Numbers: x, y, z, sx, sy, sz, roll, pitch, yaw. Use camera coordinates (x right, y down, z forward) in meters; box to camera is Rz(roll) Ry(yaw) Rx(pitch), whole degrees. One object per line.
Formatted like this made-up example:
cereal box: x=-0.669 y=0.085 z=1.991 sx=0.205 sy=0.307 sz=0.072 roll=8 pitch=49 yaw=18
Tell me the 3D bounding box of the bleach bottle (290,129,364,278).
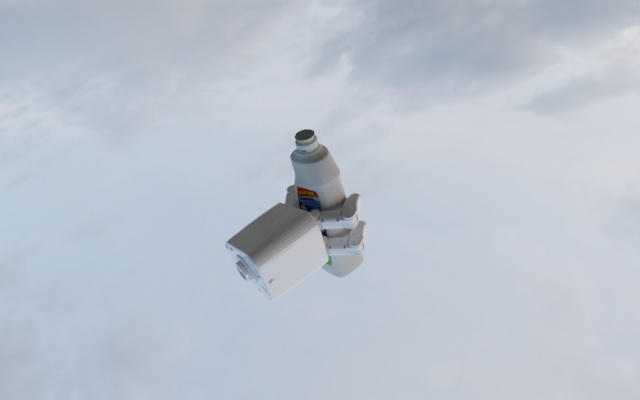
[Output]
bleach bottle: x=0.000 y=0.002 z=0.724 sx=0.068 sy=0.251 sz=0.102 roll=-35 pitch=43 yaw=-22
